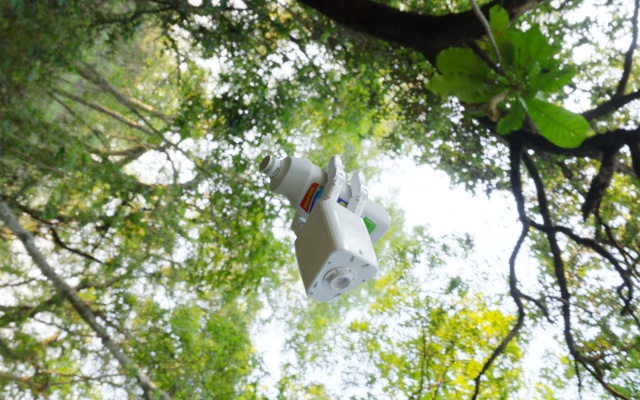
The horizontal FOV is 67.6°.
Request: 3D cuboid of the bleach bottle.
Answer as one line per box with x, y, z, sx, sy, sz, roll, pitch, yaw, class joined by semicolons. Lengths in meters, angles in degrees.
0.000;0.003;0.800;0.251;0.102;0.068;31;26;-32;bleach bottle
